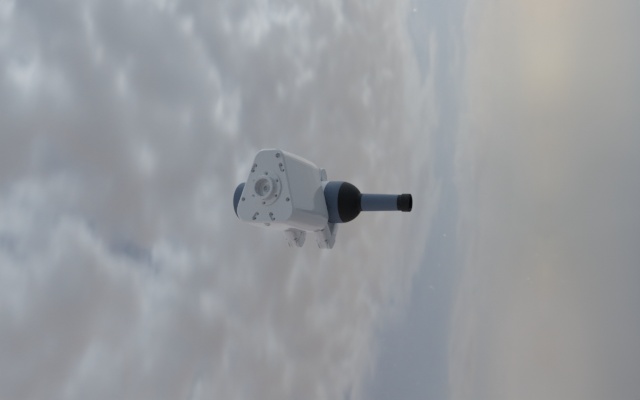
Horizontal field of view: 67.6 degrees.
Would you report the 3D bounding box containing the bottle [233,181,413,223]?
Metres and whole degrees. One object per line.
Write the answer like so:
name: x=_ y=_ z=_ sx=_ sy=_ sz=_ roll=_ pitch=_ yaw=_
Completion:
bottle: x=0.000 y=0.003 z=0.768 sx=0.296 sy=0.069 sz=0.069 roll=0 pitch=0 yaw=25
